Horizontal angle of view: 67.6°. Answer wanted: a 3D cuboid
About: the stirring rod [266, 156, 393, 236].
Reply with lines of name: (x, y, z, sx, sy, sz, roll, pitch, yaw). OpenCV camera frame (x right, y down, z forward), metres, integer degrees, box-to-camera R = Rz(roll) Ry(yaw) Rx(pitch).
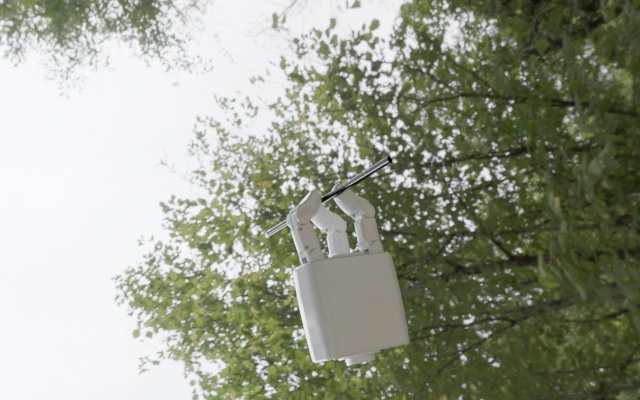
stirring rod: (0.000, 0.002, 0.584, 0.011, 0.011, 0.239, 0, -22, -40)
